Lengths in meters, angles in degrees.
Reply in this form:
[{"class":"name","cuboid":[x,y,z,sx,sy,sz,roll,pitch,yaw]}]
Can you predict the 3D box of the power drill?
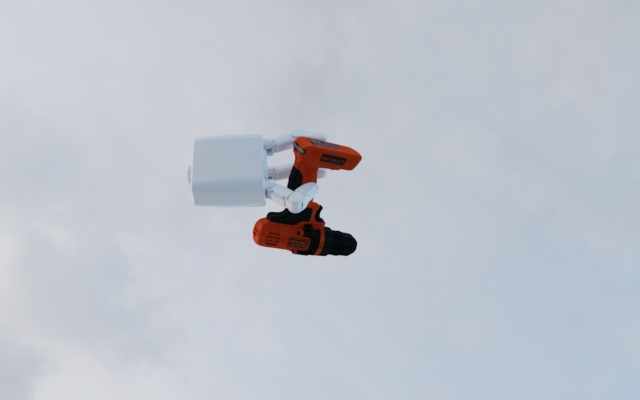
[{"class":"power drill","cuboid":[0.000,0.002,0.761,0.184,0.188,0.057,10,18,-27]}]
